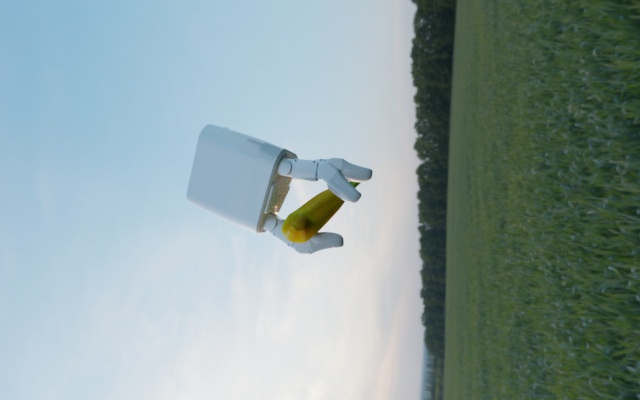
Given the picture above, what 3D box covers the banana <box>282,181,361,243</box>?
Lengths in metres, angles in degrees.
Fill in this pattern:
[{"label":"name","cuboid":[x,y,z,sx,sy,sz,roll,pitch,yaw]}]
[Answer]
[{"label":"banana","cuboid":[-0.008,0.015,0.569,0.037,0.070,0.197,38,26,6]}]
